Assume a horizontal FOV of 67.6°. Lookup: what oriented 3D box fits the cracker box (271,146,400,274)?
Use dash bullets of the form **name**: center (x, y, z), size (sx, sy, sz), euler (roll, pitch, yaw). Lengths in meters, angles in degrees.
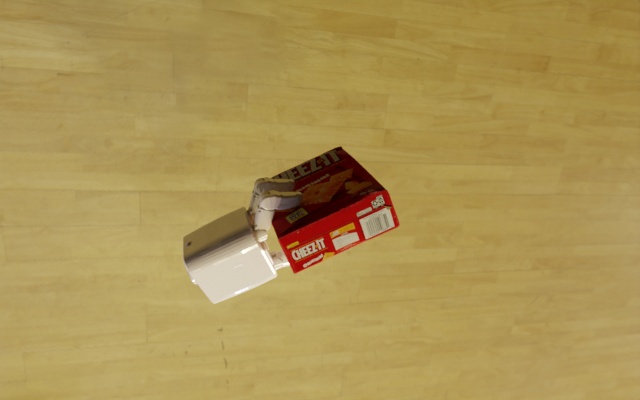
- **cracker box**: center (0.000, 0.003, 0.733), size (0.164, 0.072, 0.213), euler (-24, 27, -5)
